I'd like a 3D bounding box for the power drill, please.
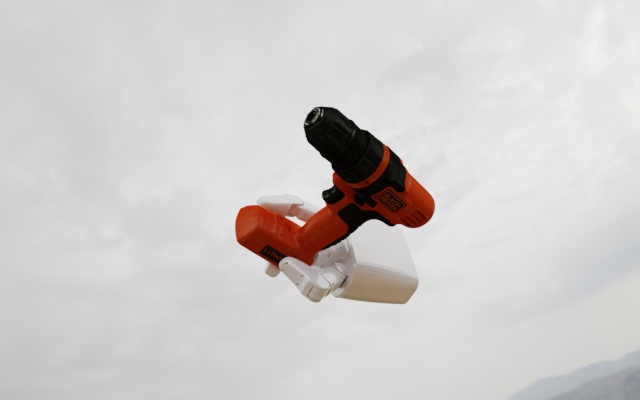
[{"bbox_3d":[0.000,0.002,0.497,0.188,0.057,0.184,-29,-49,29],"label":"power drill"}]
